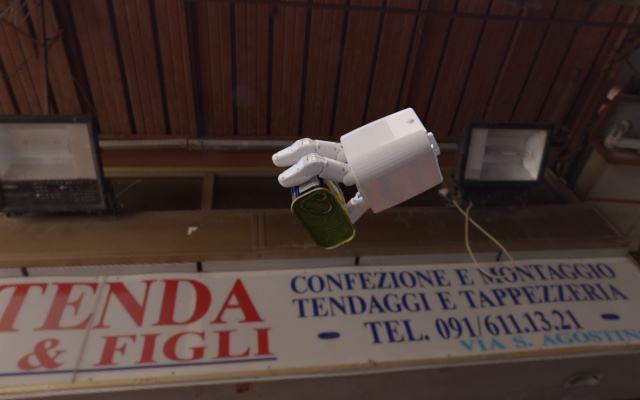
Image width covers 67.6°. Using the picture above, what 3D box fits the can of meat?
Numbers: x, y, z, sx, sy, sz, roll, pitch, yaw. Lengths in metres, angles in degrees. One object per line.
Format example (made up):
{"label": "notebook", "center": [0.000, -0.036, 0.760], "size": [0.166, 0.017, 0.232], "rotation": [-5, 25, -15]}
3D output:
{"label": "can of meat", "center": [0.000, 0.002, 0.651], "size": [0.057, 0.102, 0.084], "rotation": [-27, 36, 11]}
